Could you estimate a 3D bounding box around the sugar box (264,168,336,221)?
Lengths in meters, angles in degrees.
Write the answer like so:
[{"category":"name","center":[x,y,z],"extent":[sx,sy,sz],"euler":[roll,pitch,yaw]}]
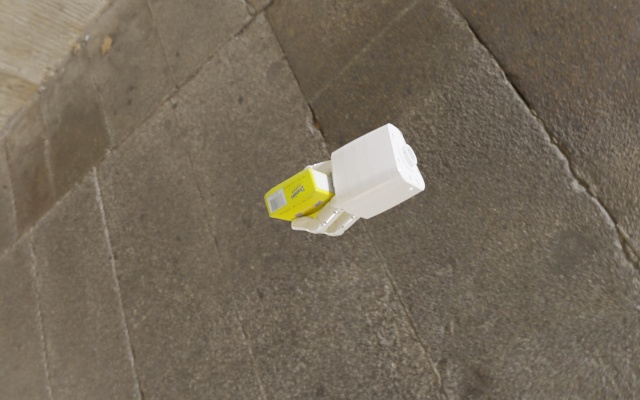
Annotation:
[{"category":"sugar box","center":[0.000,0.003,0.777],"extent":[0.093,0.048,0.176],"euler":[-29,-26,26]}]
